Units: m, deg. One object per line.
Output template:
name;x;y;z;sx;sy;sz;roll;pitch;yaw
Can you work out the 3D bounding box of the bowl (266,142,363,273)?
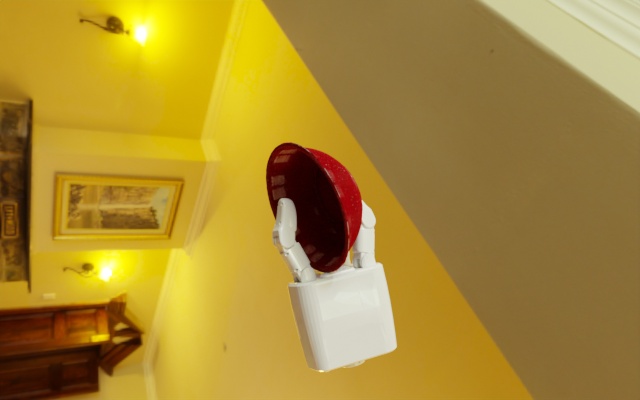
bowl;0.000;0.000;0.572;0.055;0.162;0.162;-23;13;-31
